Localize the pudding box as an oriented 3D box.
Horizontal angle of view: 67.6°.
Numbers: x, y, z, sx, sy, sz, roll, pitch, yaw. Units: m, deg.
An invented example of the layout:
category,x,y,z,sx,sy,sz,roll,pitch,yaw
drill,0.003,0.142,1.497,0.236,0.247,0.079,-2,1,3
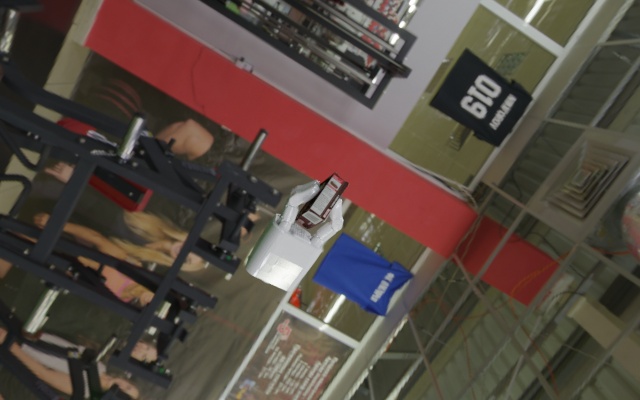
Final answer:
category,x,y,z,sx,sy,sz,roll,pitch,yaw
pudding box,0.000,0.003,0.895,0.039,0.090,0.113,37,-19,-9
